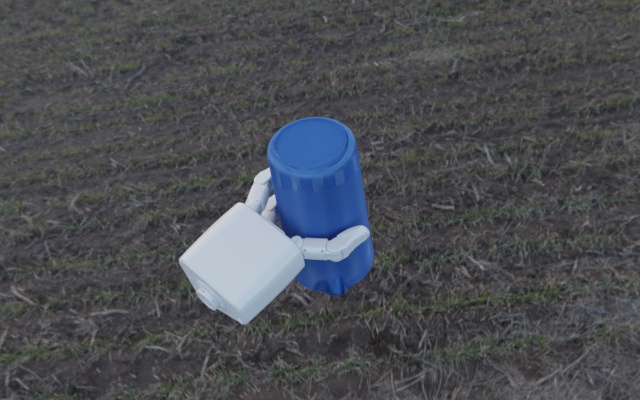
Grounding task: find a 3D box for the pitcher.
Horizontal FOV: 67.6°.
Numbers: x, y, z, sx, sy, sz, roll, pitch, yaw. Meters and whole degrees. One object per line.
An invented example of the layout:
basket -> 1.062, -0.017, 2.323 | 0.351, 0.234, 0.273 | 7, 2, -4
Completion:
pitcher -> 0.000, 0.002, 0.661 | 0.149, 0.243, 0.145 | 28, 58, 29
